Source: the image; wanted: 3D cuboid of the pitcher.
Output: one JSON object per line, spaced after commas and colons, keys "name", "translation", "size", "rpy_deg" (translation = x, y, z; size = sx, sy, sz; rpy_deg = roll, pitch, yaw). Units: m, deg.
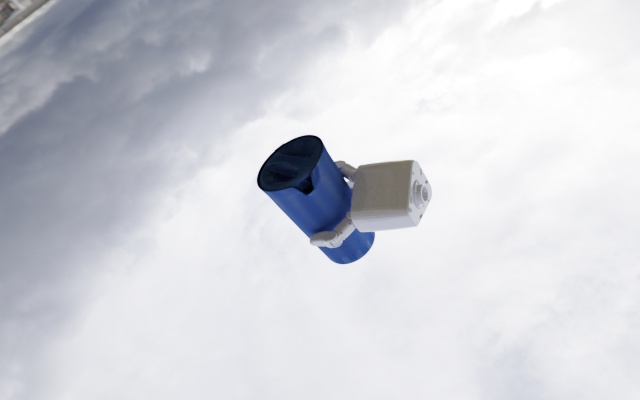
{"name": "pitcher", "translation": [0.000, 0.003, 0.879], "size": [0.145, 0.149, 0.243], "rpy_deg": [-7, -44, 35]}
